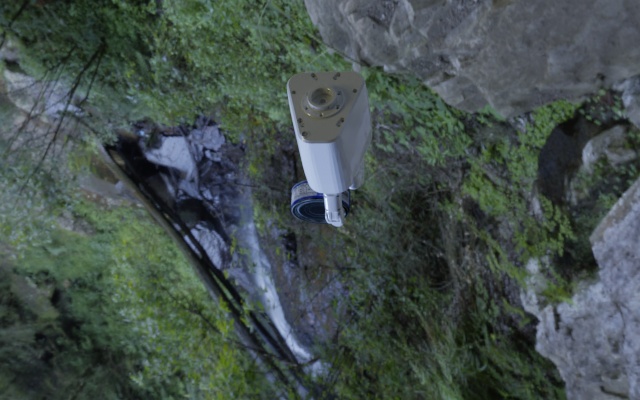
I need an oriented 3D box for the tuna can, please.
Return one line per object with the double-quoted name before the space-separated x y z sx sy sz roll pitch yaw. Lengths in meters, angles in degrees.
"tuna can" 0.000 0.003 0.690 0.086 0.033 0.086 2 -26 1
